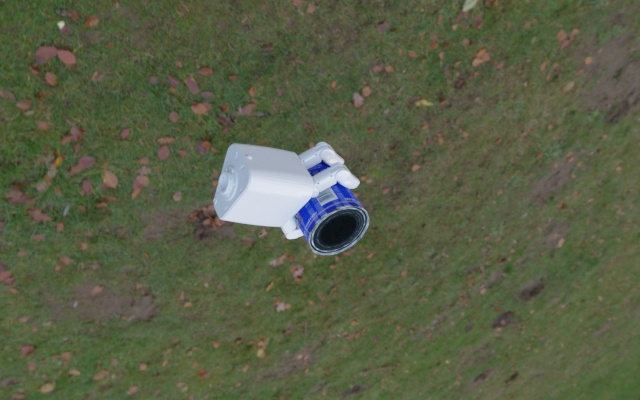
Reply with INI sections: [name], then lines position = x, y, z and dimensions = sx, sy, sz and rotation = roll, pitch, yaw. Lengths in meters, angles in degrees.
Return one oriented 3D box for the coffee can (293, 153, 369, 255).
[coffee can]
position = 0.000, 0.002, 0.767
dimensions = 0.103, 0.103, 0.140
rotation = 0, 40, -33
